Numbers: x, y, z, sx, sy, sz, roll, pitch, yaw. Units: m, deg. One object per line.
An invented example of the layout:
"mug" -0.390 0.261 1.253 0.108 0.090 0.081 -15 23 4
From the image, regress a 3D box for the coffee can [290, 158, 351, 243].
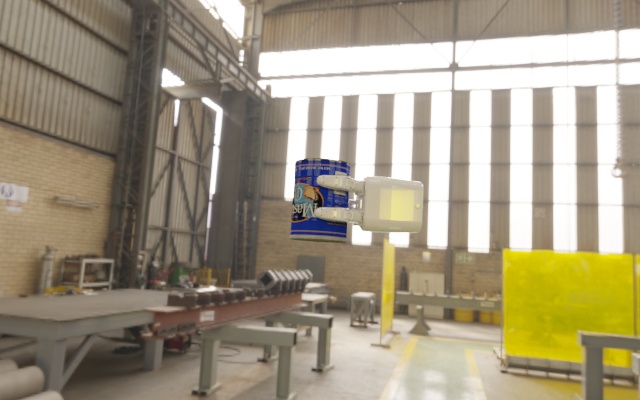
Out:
"coffee can" 0.000 0.003 0.859 0.103 0.140 0.103 3 -7 0
